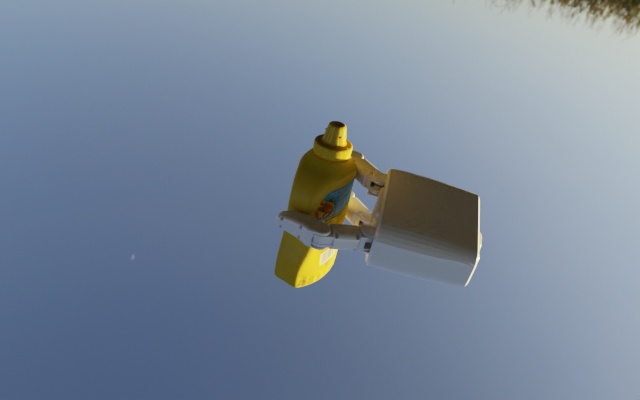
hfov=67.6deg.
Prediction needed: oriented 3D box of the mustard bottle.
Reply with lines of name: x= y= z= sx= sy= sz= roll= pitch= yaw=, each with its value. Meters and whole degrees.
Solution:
mustard bottle: x=0.000 y=0.002 z=0.538 sx=0.058 sy=0.192 sz=0.096 roll=29 pitch=35 yaw=23
